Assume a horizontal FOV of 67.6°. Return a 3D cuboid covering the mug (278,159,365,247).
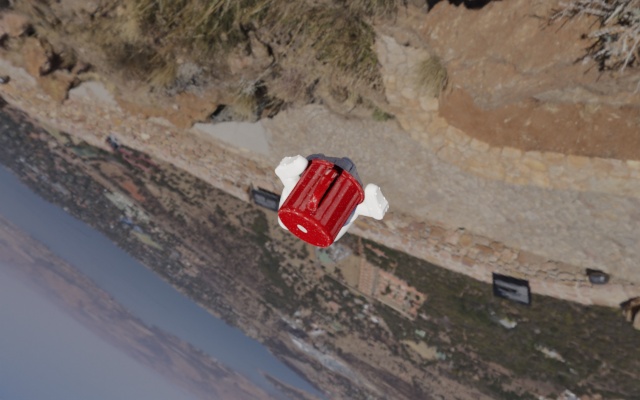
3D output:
[{"bbox_3d":[0.000,0.002,0.610,0.093,0.081,0.117,31,-24,5],"label":"mug"}]
